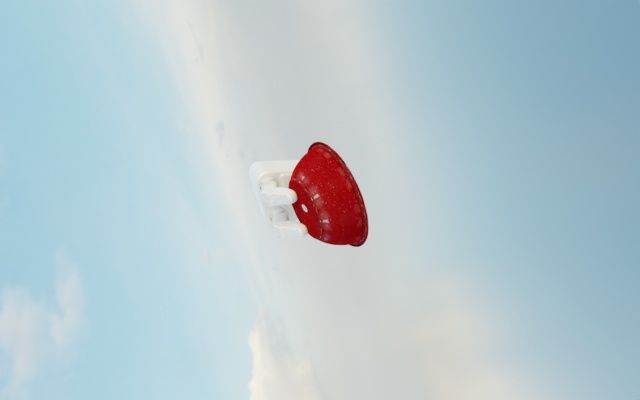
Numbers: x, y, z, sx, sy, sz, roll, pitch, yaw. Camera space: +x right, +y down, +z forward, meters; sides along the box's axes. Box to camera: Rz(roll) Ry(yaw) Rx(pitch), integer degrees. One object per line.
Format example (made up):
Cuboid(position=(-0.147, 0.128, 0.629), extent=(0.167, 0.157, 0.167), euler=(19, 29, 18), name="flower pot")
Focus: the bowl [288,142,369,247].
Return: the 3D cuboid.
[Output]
Cuboid(position=(0.000, 0.002, 0.670), extent=(0.055, 0.162, 0.162), euler=(-24, 9, -21), name="bowl")
